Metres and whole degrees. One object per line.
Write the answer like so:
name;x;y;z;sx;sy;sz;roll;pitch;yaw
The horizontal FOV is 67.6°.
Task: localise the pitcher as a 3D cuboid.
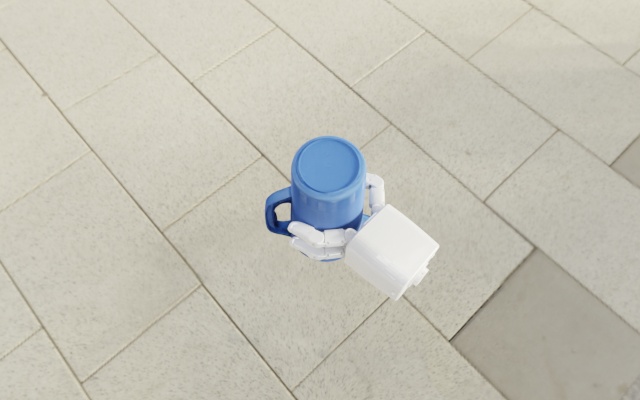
pitcher;0.000;0.003;0.776;0.145;0.149;0.243;39;-19;16
